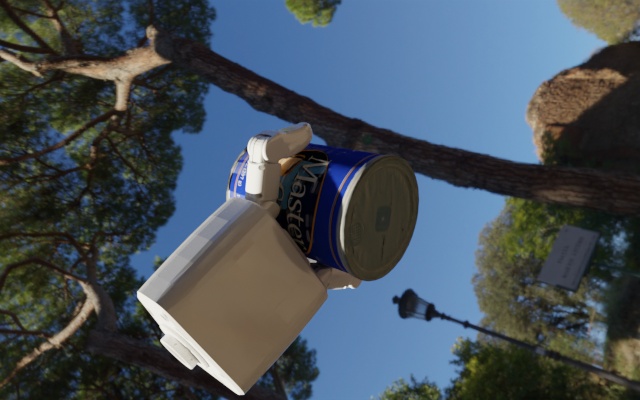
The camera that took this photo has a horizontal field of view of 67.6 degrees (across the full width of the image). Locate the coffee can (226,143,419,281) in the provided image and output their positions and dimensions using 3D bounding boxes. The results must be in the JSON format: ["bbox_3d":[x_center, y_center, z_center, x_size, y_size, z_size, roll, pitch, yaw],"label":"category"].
[{"bbox_3d":[0.000,0.001,0.424,0.140,0.103,0.103,15,10,41],"label":"coffee can"}]
